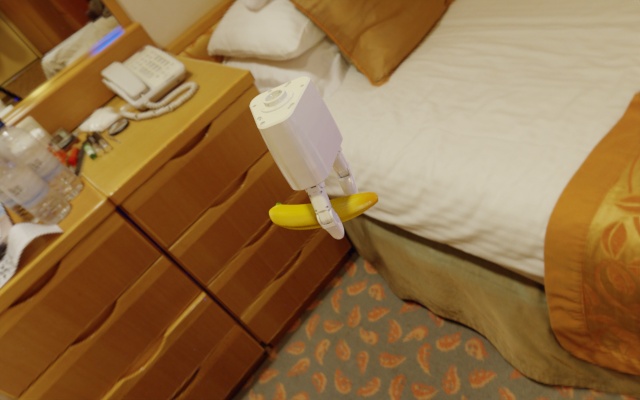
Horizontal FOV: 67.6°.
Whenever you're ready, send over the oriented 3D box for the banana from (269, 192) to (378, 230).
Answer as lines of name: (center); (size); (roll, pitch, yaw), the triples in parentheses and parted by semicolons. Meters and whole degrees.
banana: (-0.010, 0.015, 0.719); (0.198, 0.037, 0.069); (-4, 39, 36)
